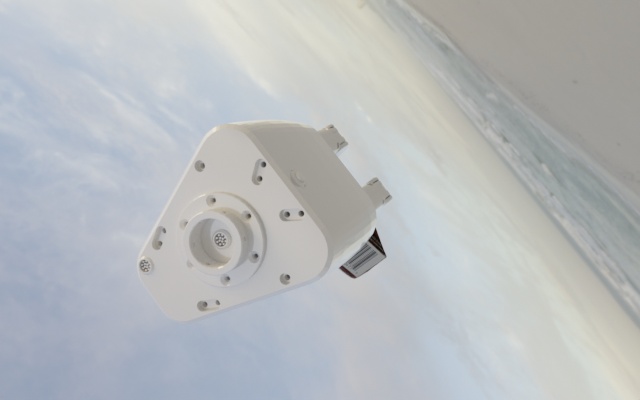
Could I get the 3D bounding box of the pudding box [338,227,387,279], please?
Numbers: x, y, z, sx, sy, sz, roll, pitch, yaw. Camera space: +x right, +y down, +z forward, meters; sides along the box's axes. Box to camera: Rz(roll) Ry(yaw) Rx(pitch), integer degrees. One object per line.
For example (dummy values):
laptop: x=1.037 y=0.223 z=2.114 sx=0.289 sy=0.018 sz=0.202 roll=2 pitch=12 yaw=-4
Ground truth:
pudding box: x=0.000 y=0.001 z=0.402 sx=0.039 sy=0.113 sz=0.090 roll=-39 pitch=24 yaw=15
